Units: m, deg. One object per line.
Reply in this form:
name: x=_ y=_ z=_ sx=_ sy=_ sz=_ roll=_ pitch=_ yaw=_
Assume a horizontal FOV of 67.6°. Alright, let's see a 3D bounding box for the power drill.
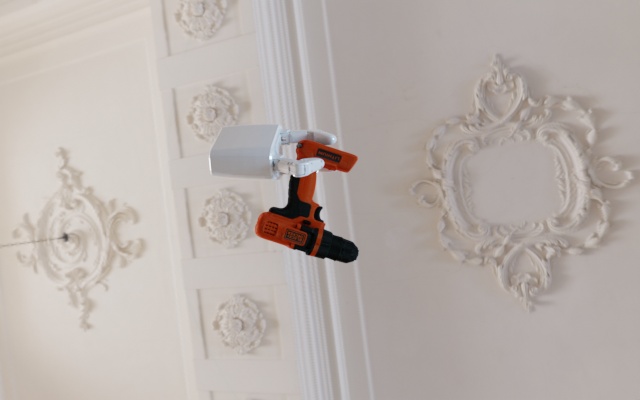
power drill: x=0.000 y=0.002 z=0.814 sx=0.184 sy=0.187 sz=0.057 roll=18 pitch=0 yaw=-10
